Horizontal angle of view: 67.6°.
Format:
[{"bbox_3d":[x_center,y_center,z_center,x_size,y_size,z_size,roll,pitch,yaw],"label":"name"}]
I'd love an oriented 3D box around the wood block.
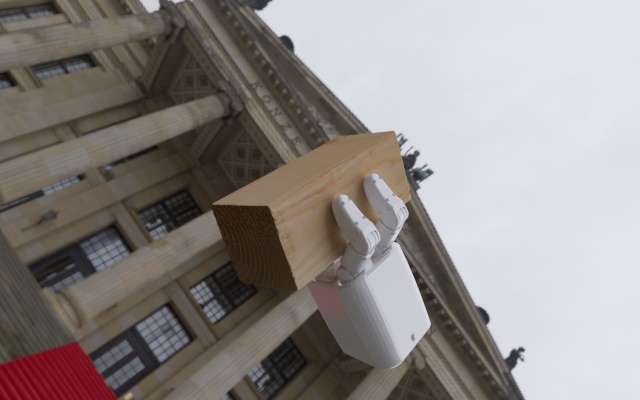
[{"bbox_3d":[0.000,0.002,0.516,0.091,0.090,0.206,-1,24,43],"label":"wood block"}]
